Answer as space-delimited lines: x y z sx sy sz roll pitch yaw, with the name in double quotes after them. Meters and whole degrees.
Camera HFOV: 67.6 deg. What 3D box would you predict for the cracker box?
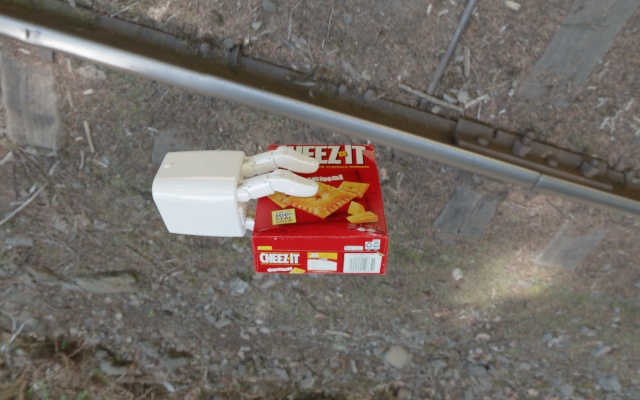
0.000 0.002 0.653 0.164 0.072 0.213 1 38 0 "cracker box"
